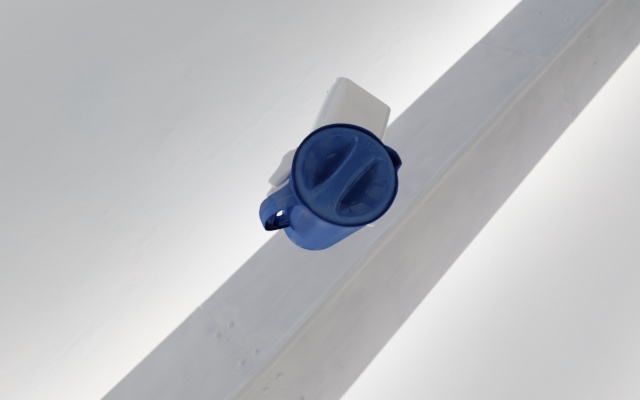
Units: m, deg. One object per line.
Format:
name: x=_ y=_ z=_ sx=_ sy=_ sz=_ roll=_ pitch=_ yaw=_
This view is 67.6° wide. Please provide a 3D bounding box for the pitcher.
pitcher: x=0.000 y=0.002 z=0.678 sx=0.149 sy=0.145 sz=0.243 roll=22 pitch=-19 yaw=-4
